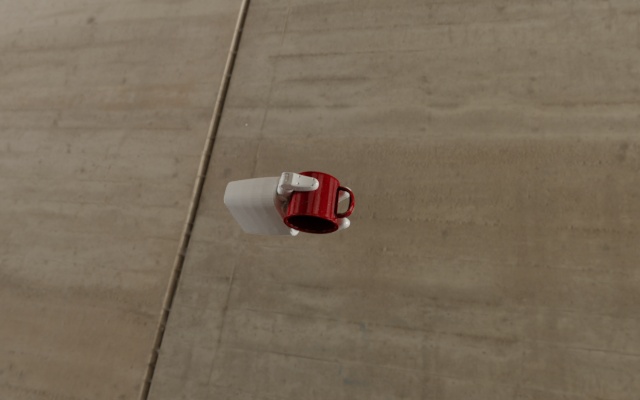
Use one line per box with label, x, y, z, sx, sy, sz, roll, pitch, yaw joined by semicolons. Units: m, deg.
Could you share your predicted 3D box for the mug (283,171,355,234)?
mug;0.001;0.002;0.794;0.117;0.081;0.093;-2;-24;23
